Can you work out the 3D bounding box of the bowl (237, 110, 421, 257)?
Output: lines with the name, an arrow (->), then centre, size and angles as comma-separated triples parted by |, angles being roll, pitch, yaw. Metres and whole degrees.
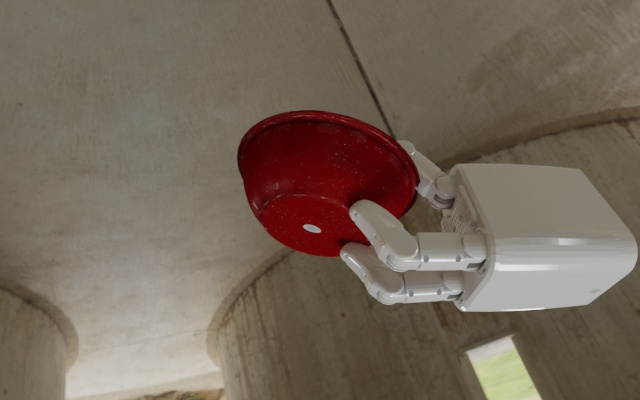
bowl -> -0.001, 0.002, 0.403 | 0.162, 0.055, 0.162 | 10, -35, 7
